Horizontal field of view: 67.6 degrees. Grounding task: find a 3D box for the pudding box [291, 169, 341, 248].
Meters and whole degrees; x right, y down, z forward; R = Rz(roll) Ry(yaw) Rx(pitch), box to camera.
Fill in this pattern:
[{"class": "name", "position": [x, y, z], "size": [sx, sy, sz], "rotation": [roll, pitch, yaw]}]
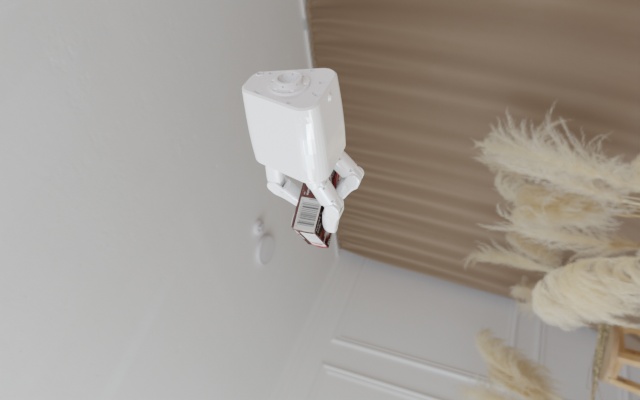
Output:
[{"class": "pudding box", "position": [0.000, 0.002, 0.678], "size": [0.039, 0.113, 0.090], "rotation": [12, -15, 18]}]
